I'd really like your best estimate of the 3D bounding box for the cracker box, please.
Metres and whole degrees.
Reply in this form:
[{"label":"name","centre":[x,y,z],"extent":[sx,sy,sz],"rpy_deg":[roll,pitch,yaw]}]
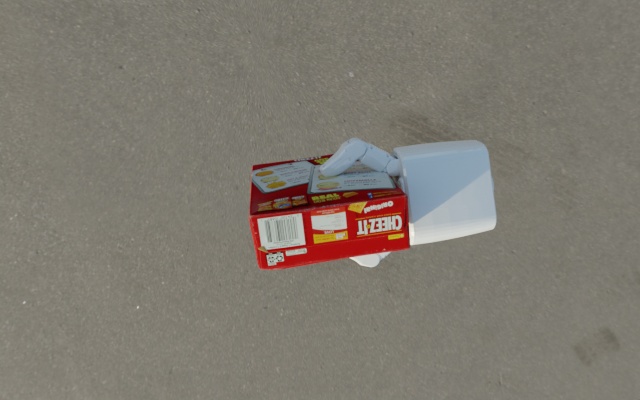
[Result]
[{"label":"cracker box","centre":[0.000,0.002,0.585],"extent":[0.164,0.072,0.213],"rpy_deg":[-8,19,-5]}]
